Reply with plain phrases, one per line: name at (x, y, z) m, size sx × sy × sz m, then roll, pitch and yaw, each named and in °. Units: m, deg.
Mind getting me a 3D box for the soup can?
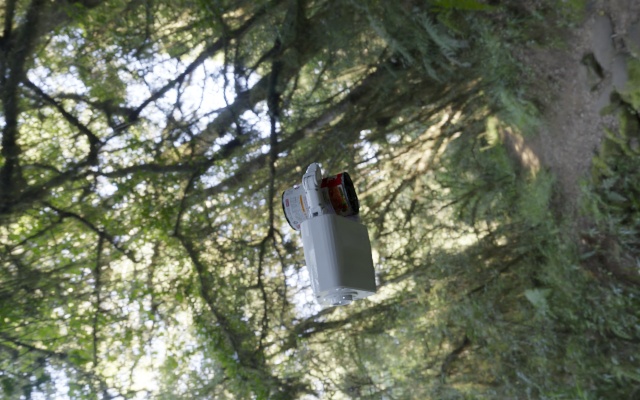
soup can at (0.000, 0.002, 0.731) m, size 0.102 × 0.068 × 0.068 m, roll -16°, pitch -5°, yaw 17°
